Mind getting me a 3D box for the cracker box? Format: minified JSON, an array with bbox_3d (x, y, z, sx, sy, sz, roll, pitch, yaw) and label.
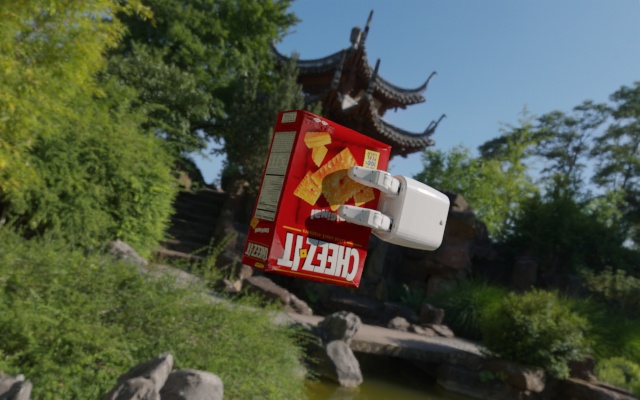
[{"bbox_3d":[0.000,0.002,0.661,0.164,0.213,0.072,17,-6,-36],"label":"cracker box"}]
